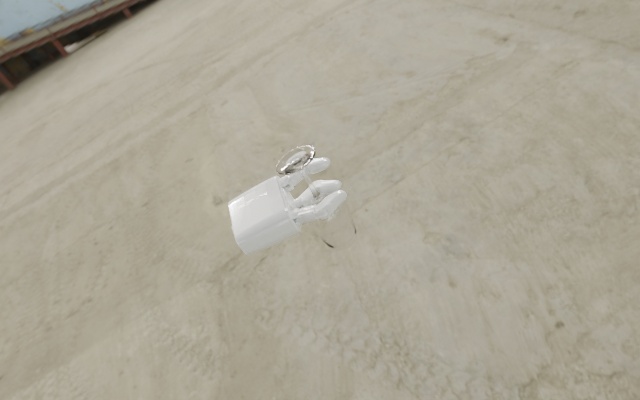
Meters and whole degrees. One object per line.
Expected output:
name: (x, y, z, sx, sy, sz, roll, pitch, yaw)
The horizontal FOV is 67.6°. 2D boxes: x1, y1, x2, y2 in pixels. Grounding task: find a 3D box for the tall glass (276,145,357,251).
tall glass: (0.000, 0.002, 0.853, 0.079, 0.201, 0.079, -21, 35, 15)
